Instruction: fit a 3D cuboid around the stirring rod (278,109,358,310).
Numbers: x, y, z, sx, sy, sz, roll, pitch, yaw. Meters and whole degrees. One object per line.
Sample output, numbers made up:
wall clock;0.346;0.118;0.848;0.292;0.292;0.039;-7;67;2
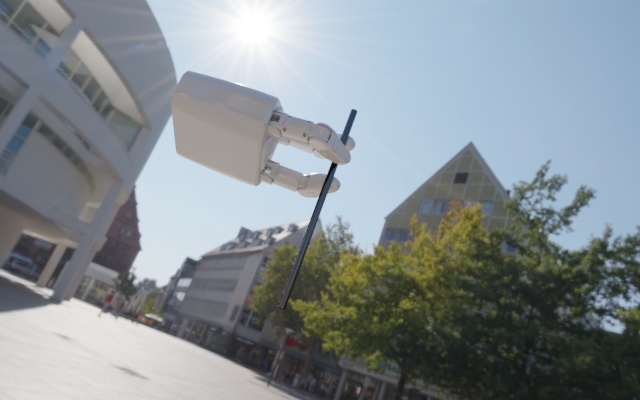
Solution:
stirring rod;0.000;0.002;0.517;0.011;0.239;0.011;18;-20;7
